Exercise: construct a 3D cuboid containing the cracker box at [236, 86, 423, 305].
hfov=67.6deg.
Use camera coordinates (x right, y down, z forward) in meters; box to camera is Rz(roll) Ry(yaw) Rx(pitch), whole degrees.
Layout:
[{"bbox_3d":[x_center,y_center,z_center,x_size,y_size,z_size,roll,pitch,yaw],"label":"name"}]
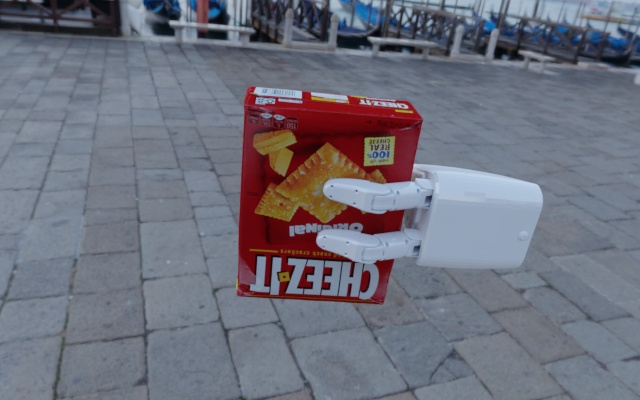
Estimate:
[{"bbox_3d":[0.000,0.001,0.491,0.164,0.214,0.072,5,26,-5],"label":"cracker box"}]
